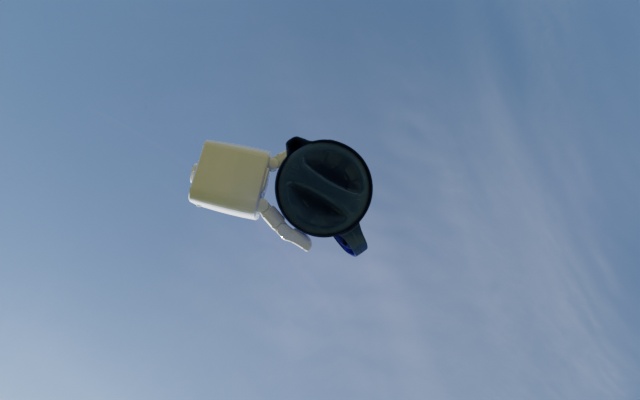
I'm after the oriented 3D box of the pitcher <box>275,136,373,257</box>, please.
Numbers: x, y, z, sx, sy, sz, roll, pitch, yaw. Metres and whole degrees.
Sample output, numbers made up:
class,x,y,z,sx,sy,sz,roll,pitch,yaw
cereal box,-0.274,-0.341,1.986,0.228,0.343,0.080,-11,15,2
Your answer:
class,x,y,z,sx,sy,sz,roll,pitch,yaw
pitcher,0.000,0.002,0.752,0.145,0.149,0.243,11,-6,-4
